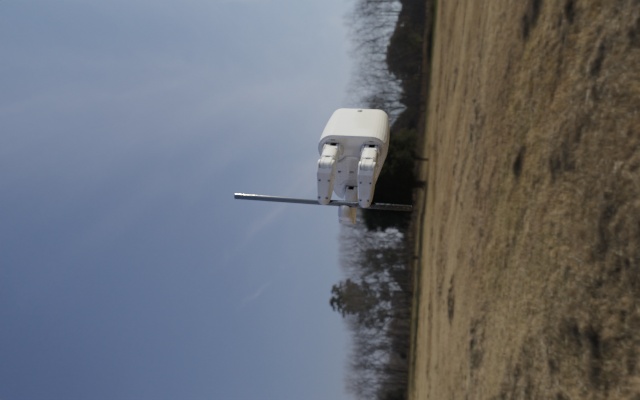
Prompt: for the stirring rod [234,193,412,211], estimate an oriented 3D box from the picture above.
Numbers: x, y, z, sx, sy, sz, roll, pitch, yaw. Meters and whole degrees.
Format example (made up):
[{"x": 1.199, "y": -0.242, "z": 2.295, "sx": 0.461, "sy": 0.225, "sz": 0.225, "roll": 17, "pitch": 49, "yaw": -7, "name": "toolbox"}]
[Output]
[{"x": 0.000, "y": 0.002, "z": 0.641, "sx": 0.239, "sy": 0.011, "sz": 0.011, "roll": 4, "pitch": 1, "yaw": 10, "name": "stirring rod"}]
